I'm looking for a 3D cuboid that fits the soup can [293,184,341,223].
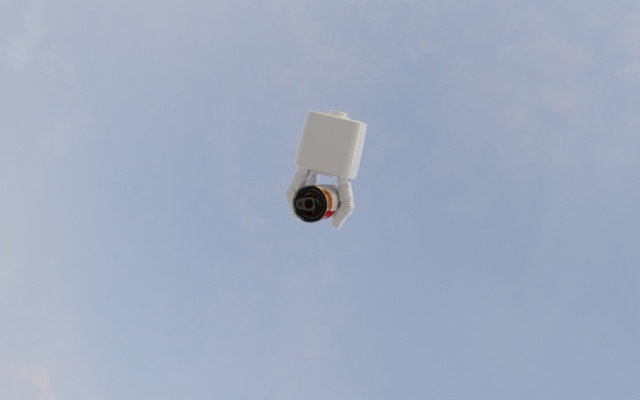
[{"bbox_3d":[0.000,0.003,0.893,0.068,0.068,0.102,0,4,23],"label":"soup can"}]
